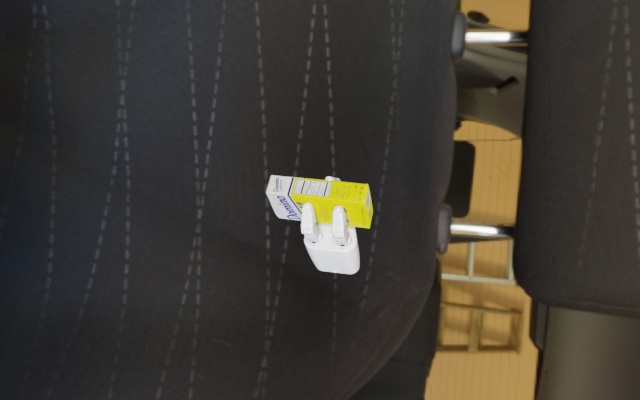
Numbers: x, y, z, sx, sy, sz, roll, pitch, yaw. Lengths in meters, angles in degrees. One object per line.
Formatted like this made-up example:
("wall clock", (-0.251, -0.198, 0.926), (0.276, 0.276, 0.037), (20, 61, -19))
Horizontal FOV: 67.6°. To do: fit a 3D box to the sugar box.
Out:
("sugar box", (0.000, 0.003, 0.844), (0.176, 0.048, 0.093), (3, -31, 14))
